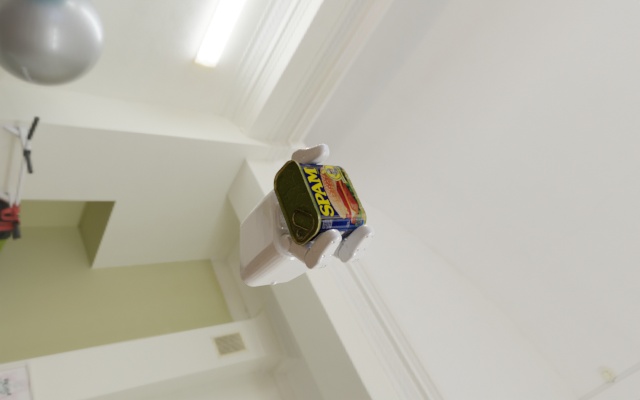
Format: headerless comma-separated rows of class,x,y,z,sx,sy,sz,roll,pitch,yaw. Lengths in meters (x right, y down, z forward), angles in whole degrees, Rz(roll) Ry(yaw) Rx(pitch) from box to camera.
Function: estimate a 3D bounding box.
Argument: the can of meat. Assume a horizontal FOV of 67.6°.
can of meat,0.000,0.002,0.599,0.084,0.102,0.057,0,-32,-41
